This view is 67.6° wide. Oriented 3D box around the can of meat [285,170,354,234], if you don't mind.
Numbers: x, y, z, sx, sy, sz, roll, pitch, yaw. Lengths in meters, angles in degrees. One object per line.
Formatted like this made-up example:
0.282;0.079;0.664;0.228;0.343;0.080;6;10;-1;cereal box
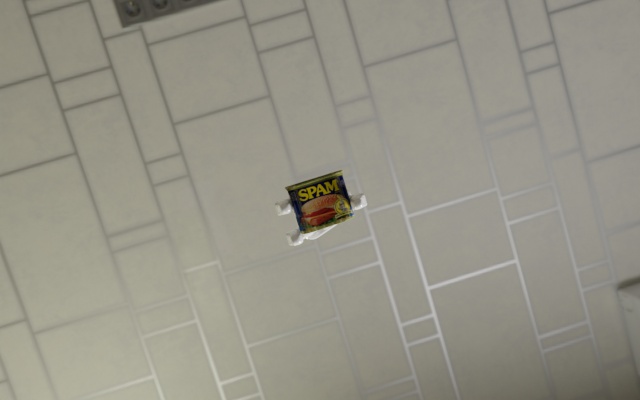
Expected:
0.000;0.003;0.816;0.102;0.084;0.057;-17;5;-7;can of meat
